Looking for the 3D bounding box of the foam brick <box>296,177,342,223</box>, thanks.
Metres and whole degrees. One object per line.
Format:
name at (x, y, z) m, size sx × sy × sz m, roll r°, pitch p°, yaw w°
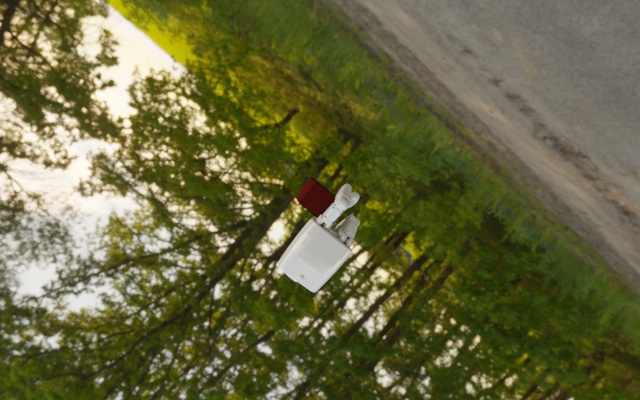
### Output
foam brick at (0.000, 0.003, 0.885) m, size 0.078 × 0.051 × 0.053 m, roll 39°, pitch 4°, yaw -16°
